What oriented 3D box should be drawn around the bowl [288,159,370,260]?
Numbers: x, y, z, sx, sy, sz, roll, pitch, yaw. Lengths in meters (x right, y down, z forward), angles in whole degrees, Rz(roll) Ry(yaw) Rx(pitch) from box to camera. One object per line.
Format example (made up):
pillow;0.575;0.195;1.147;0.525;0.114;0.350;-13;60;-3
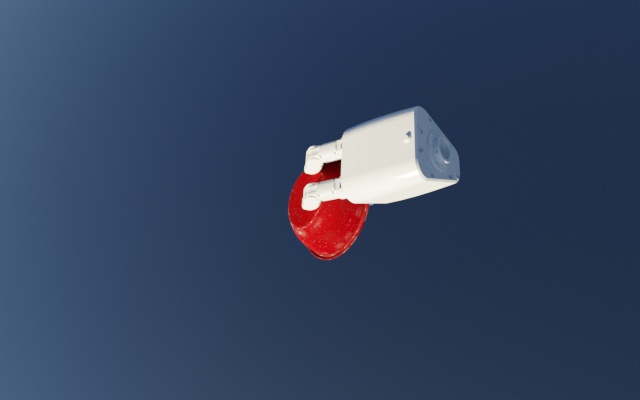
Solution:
bowl;-0.001;0.003;0.699;0.055;0.162;0.162;17;-9;-32
